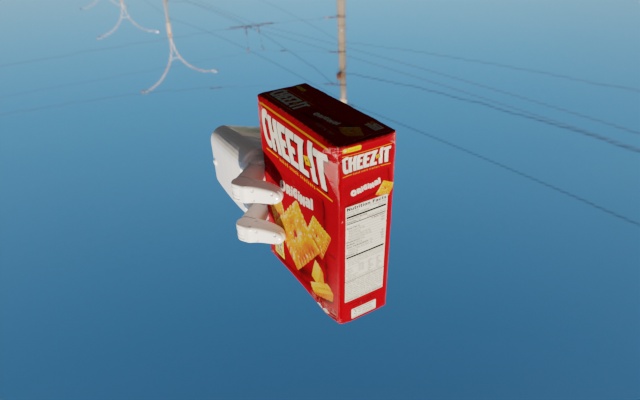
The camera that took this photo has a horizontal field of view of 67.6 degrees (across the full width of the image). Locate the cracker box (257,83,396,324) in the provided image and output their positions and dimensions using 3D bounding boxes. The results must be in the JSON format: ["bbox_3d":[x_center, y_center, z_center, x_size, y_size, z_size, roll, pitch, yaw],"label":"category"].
[{"bbox_3d":[0.000,0.002,0.521,0.072,0.214,0.164,-20,36,-26],"label":"cracker box"}]
